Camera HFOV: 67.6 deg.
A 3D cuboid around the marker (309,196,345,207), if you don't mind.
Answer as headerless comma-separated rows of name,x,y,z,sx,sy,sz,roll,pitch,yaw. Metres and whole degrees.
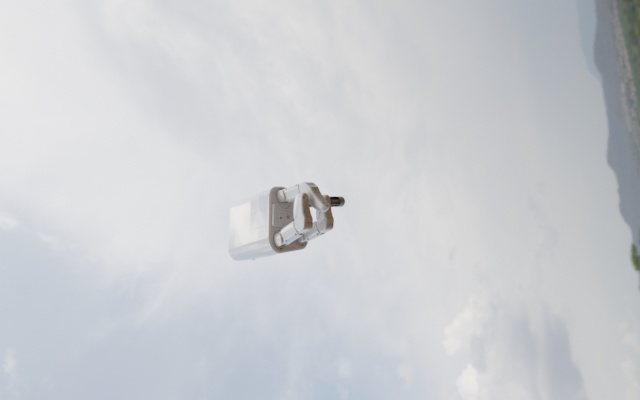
marker,0.000,0.003,0.799,0.020,0.020,0.121,0,1,37
